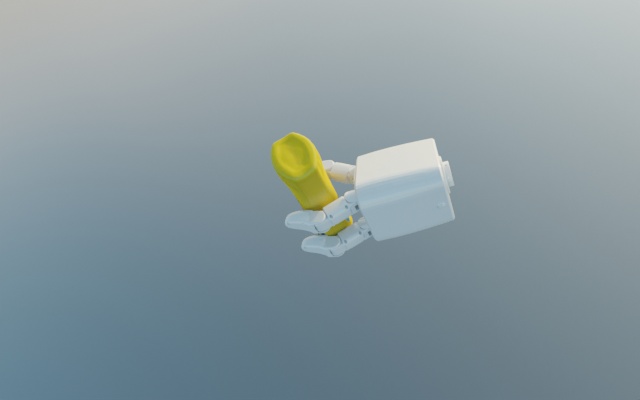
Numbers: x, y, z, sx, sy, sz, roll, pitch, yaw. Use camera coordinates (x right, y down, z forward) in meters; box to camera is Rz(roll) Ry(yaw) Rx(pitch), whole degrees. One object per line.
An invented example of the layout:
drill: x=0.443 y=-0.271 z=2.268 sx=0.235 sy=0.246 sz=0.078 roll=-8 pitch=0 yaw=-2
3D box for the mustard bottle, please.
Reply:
mustard bottle: x=0.000 y=0.002 z=0.653 sx=0.058 sy=0.192 sz=0.096 roll=-33 pitch=44 yaw=-2
